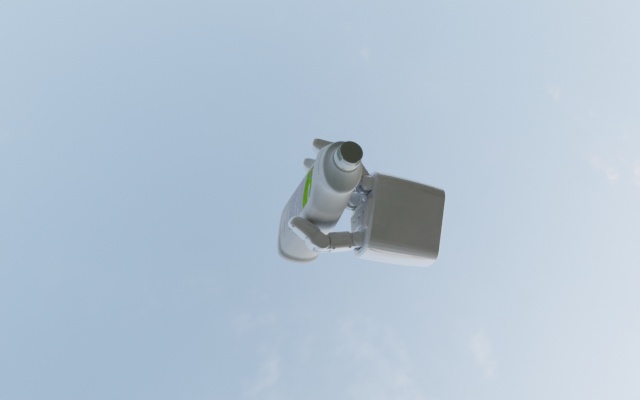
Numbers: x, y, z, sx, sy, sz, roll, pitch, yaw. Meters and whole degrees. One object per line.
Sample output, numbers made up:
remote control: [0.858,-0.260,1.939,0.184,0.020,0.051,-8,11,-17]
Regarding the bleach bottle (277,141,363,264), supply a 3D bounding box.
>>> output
bleach bottle: [0.000,0.002,0.644,0.068,0.102,0.251,9,-26,-13]
